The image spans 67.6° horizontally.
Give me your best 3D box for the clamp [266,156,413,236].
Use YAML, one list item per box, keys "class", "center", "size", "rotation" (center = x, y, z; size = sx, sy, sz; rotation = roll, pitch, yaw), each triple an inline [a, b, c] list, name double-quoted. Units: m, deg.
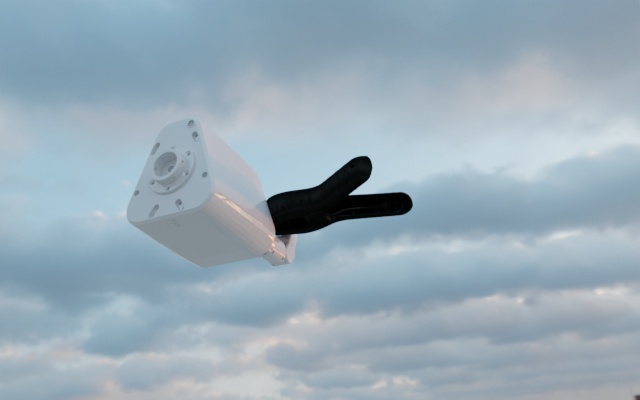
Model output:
- class: "clamp"
  center: [0.000, 0.001, 0.489]
  size: [0.171, 0.039, 0.120]
  rotation: [-15, -32, 16]
